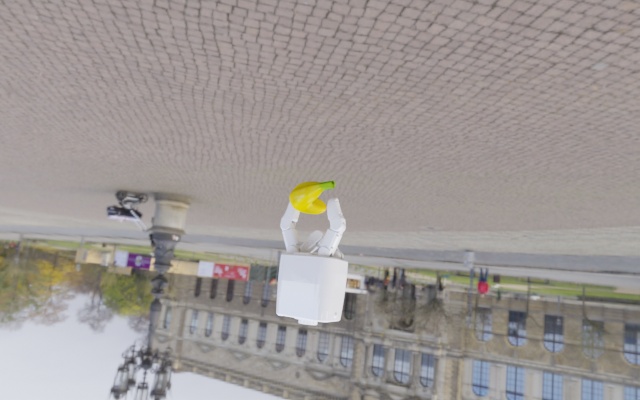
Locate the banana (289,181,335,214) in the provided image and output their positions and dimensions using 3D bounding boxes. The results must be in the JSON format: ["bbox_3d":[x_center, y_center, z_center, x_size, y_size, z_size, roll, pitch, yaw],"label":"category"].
[{"bbox_3d":[-0.018,0.000,0.809,0.069,0.037,0.198,7,-10,-3],"label":"banana"}]
